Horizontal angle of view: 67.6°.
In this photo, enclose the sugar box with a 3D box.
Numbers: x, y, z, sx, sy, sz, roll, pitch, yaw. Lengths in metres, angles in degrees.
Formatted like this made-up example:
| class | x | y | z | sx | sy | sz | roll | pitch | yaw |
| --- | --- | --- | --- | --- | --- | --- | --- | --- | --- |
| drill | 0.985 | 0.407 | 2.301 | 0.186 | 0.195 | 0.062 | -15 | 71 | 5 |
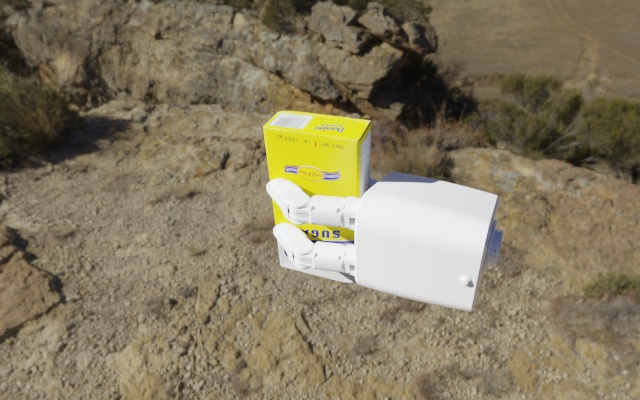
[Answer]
| class | x | y | z | sx | sy | sz | roll | pitch | yaw |
| --- | --- | --- | --- | --- | --- | --- | --- | --- | --- |
| sugar box | 0.000 | 0.002 | 0.478 | 0.093 | 0.176 | 0.048 | 11 | 36 | 19 |
